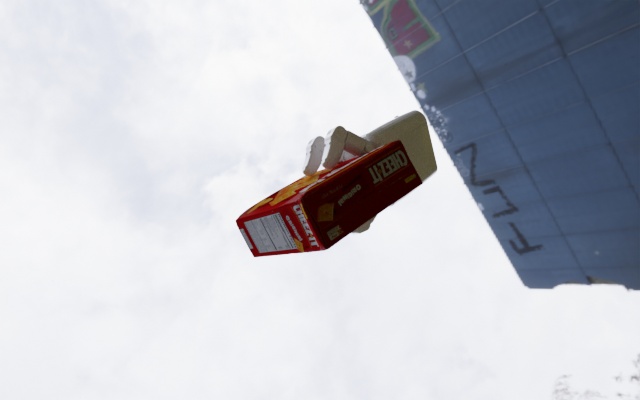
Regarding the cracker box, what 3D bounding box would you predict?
[{"bbox_3d":[0.000,0.002,0.631,0.164,0.072,0.214,-32,8,-29],"label":"cracker box"}]
